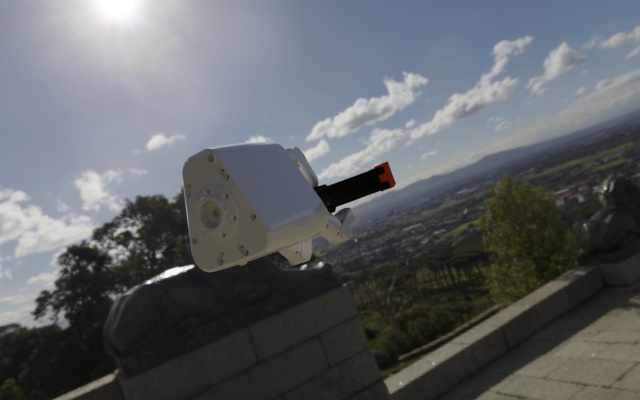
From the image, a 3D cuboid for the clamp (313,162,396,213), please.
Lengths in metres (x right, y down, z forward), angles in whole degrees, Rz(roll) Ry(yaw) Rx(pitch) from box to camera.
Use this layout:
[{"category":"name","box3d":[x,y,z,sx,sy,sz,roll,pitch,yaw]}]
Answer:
[{"category":"clamp","box3d":[0.000,0.001,0.581,0.210,0.036,0.164,-21,-2,28]}]
